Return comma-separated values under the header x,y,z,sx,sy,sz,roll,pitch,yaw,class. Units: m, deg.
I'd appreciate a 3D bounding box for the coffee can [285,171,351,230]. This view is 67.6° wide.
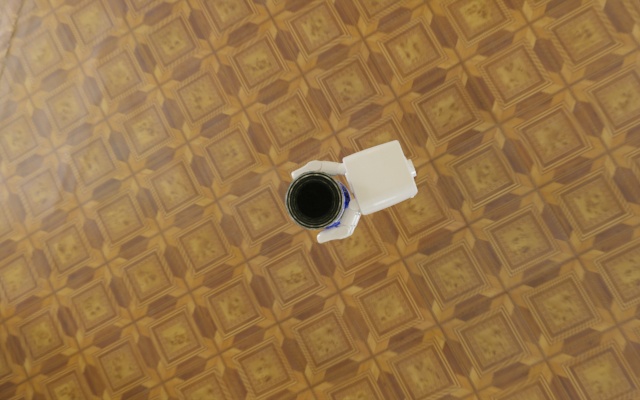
x,y,z,sx,sy,sz,roll,pitch,yaw,class
0.000,0.003,0.882,0.103,0.103,0.140,0,-2,9,coffee can
